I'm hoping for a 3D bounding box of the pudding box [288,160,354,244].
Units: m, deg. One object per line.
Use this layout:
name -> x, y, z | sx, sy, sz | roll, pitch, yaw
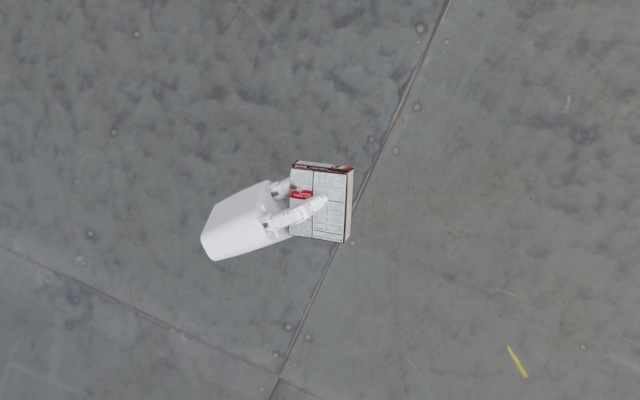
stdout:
pudding box -> 0.000, 0.002, 0.705 | 0.090, 0.113, 0.039 | 8, 22, 14
